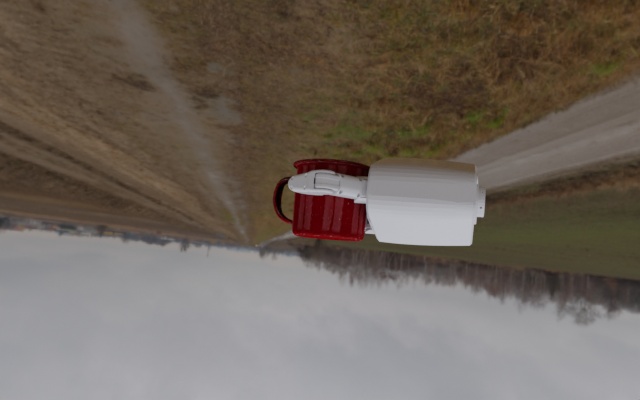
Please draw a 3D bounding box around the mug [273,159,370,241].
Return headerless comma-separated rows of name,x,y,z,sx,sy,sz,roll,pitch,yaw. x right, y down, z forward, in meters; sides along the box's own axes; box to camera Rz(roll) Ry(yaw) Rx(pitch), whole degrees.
mug,-0.001,0.002,0.542,0.117,0.081,0.093,3,-7,17
